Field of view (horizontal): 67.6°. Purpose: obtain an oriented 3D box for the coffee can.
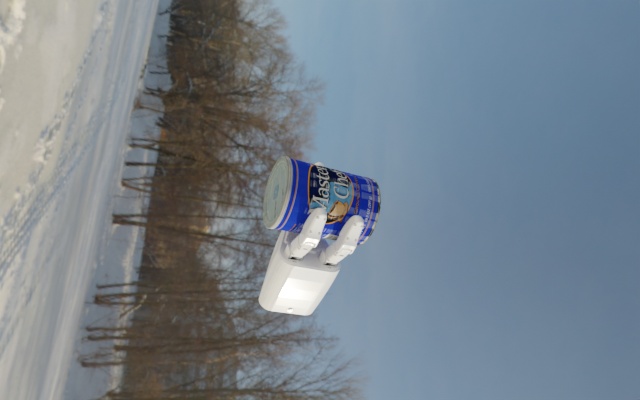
[{"bbox_3d":[0.000,0.002,0.685,0.140,0.103,0.103,13,-5,-21],"label":"coffee can"}]
